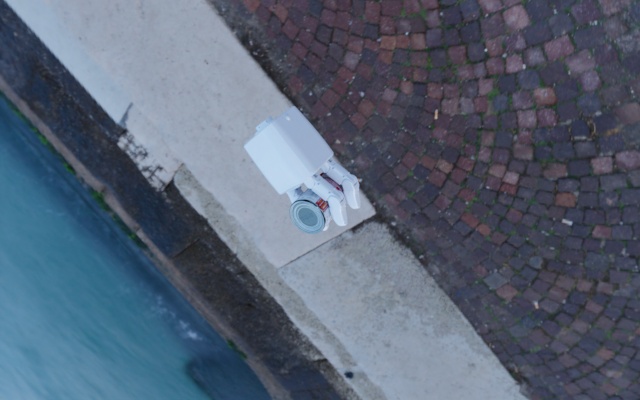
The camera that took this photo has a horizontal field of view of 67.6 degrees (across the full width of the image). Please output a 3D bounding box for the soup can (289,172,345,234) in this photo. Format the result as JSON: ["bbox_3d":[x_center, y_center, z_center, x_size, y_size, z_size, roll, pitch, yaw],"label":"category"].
[{"bbox_3d":[0.000,0.003,0.811,0.068,0.068,0.102,0,30,31],"label":"soup can"}]
